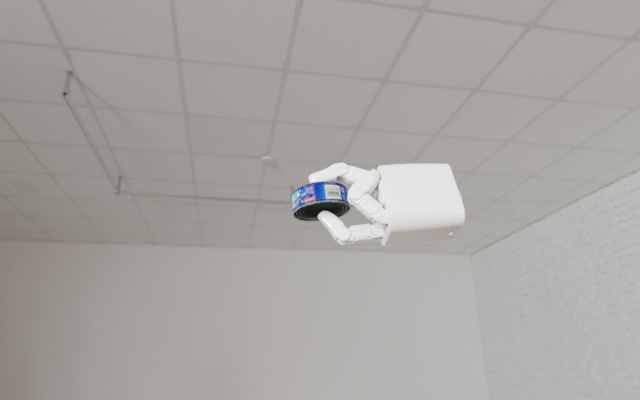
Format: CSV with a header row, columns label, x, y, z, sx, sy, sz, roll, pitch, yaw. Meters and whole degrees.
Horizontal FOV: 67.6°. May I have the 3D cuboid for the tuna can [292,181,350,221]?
label,x,y,z,sx,sy,sz,roll,pitch,yaw
tuna can,0.000,0.002,0.718,0.086,0.033,0.086,-6,-20,-2
